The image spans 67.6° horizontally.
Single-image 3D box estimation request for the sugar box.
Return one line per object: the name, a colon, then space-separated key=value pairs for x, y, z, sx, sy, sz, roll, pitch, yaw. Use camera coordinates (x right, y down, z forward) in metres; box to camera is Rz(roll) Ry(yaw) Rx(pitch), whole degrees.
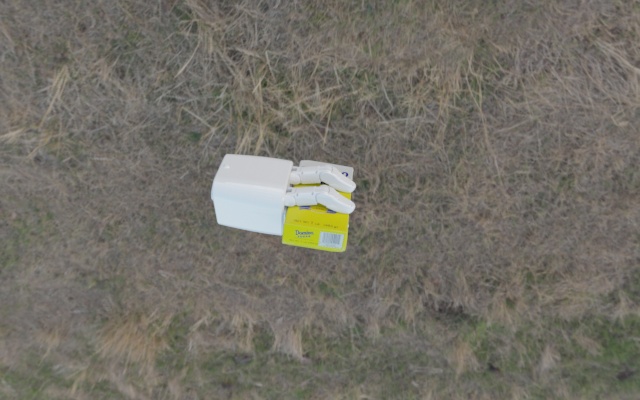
sugar box: x=0.000 y=0.002 z=0.744 sx=0.093 sy=0.048 sz=0.176 roll=9 pitch=39 yaw=0
